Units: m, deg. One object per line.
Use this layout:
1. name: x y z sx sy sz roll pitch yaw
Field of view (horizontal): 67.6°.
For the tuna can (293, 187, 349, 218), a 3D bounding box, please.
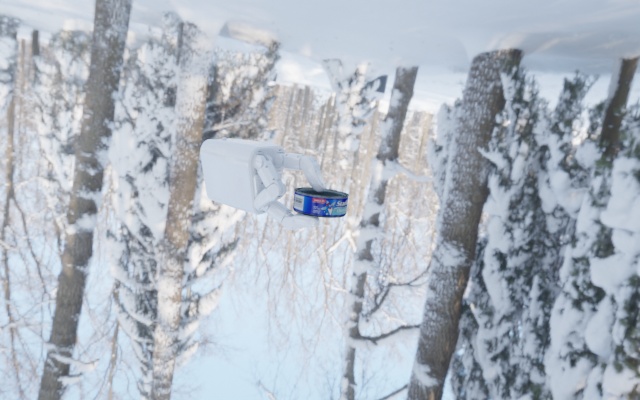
1. tuna can: 0.000 0.003 0.744 0.086 0.034 0.086 6 9 -1
